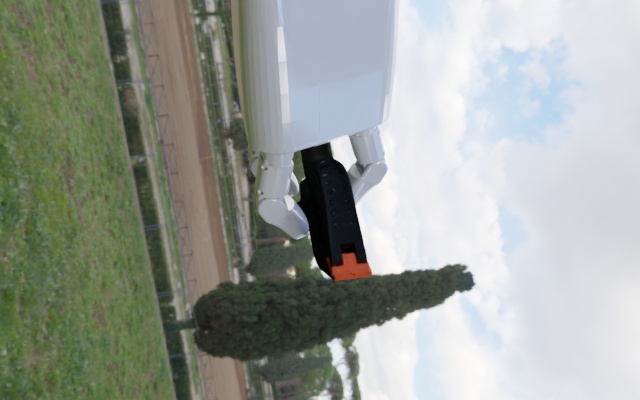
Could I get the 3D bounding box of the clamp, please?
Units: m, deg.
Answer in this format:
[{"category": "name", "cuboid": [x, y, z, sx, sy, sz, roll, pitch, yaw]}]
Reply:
[{"category": "clamp", "cuboid": [0.001, 0.001, 0.416, 0.036, 0.165, 0.209, -7, 41, -10]}]
